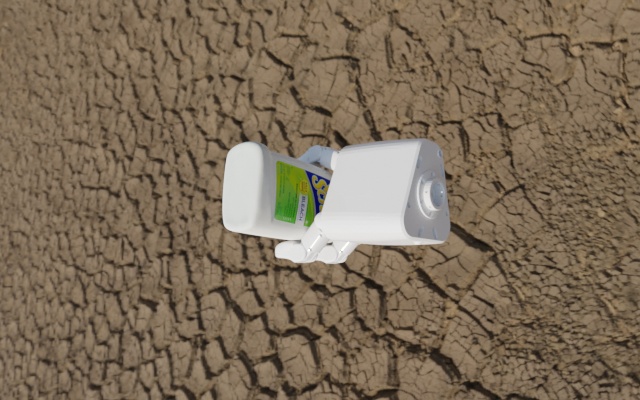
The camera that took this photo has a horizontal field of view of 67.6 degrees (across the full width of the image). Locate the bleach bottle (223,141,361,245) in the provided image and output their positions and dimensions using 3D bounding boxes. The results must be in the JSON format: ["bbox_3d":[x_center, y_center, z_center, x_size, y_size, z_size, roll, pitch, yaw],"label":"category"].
[{"bbox_3d":[0.000,0.002,0.599,0.068,0.102,0.251,-4,-10,44],"label":"bleach bottle"}]
